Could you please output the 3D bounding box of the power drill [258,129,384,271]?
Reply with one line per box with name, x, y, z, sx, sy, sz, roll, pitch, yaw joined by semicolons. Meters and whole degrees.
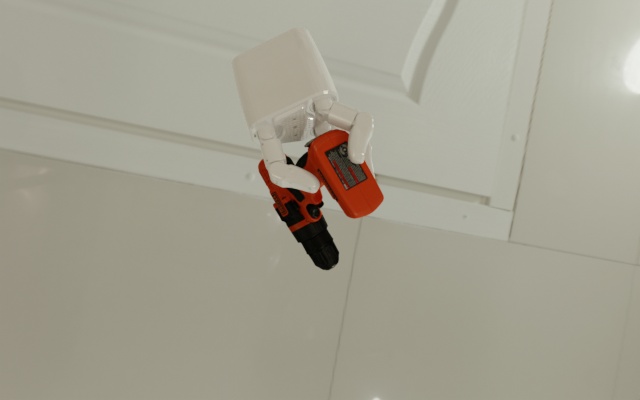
power drill;0.000;0.002;0.616;0.057;0.184;0.188;-33;3;-30
